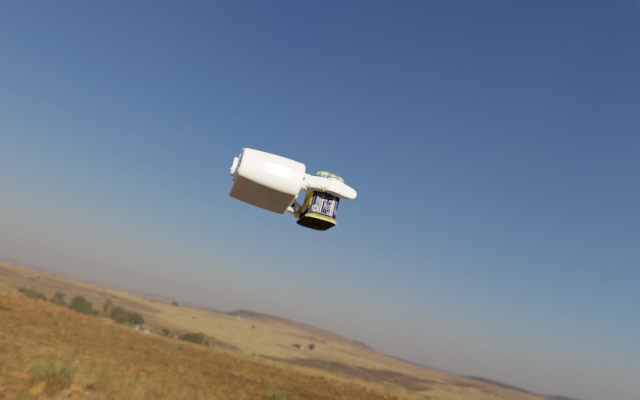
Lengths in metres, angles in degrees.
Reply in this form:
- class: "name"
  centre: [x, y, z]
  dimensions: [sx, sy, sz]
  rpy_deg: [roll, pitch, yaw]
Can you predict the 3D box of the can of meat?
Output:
- class: "can of meat"
  centre: [0.000, 0.002, 0.857]
  dimensions: [0.057, 0.084, 0.102]
  rpy_deg: [16, -15, -11]
